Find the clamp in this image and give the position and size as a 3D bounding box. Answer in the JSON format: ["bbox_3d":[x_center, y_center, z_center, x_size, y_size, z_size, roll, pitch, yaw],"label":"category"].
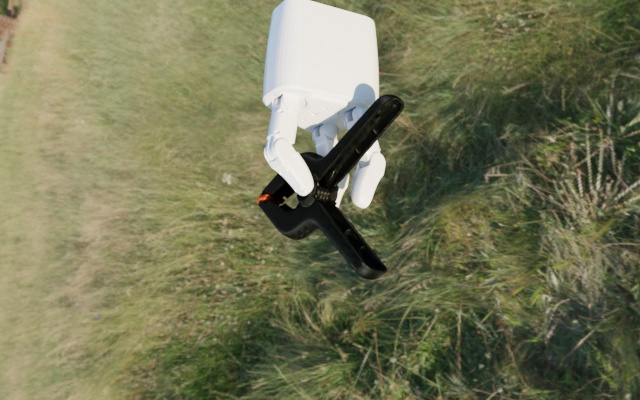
[{"bbox_3d":[-0.001,0.001,0.479,0.036,0.164,0.210,17,-21,-35],"label":"clamp"}]
